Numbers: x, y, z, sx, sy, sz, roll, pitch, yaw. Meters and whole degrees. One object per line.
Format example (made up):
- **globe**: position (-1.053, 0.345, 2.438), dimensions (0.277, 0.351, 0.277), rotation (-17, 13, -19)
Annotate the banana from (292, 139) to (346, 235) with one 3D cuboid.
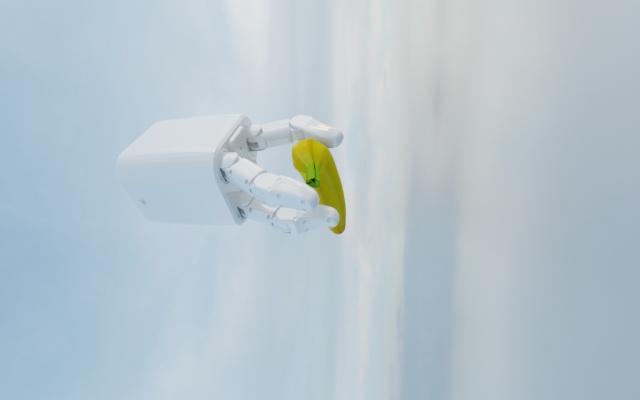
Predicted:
- **banana**: position (-0.001, -0.017, 0.505), dimensions (0.037, 0.069, 0.198), rotation (-3, -17, 11)
